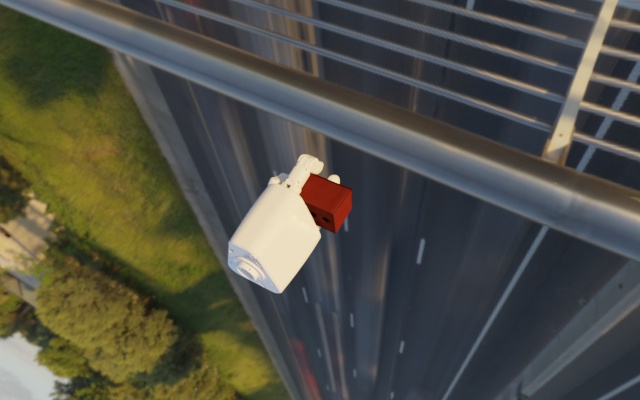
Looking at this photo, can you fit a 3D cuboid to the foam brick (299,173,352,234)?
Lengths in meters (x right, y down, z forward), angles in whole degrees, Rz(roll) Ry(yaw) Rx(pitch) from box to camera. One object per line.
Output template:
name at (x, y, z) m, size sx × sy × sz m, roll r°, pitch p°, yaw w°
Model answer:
foam brick at (0.000, 0.002, 0.687) m, size 0.078 × 0.051 × 0.053 m, roll 22°, pitch -32°, yaw 20°
